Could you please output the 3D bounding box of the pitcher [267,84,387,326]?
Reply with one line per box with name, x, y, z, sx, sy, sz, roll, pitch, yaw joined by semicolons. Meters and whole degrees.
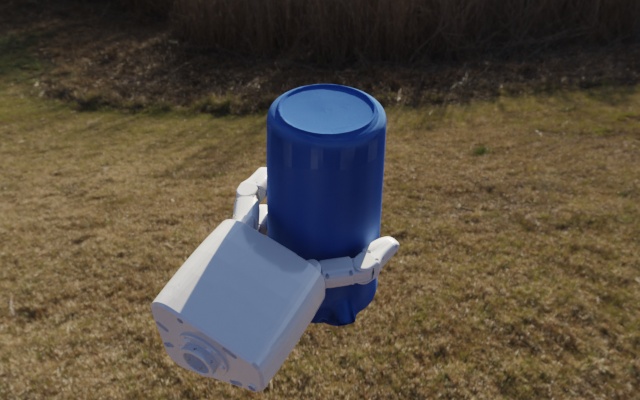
pitcher;0.000;0.002;0.510;0.149;0.243;0.145;20;45;20
